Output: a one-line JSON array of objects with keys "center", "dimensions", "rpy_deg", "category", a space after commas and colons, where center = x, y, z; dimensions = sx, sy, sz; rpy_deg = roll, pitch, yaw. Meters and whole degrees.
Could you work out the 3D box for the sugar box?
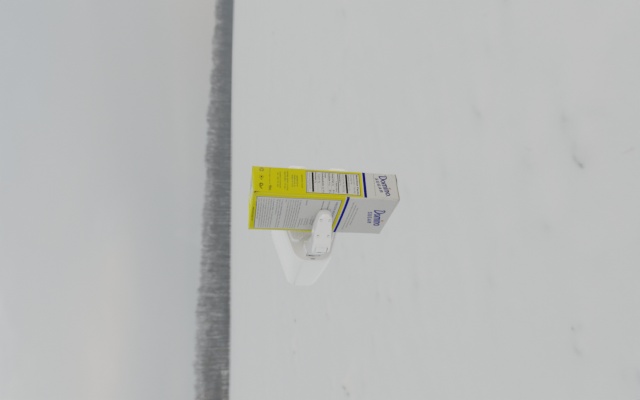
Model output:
[{"center": [0.000, 0.002, 0.597], "dimensions": [0.176, 0.048, 0.093], "rpy_deg": [1, -30, -11], "category": "sugar box"}]
